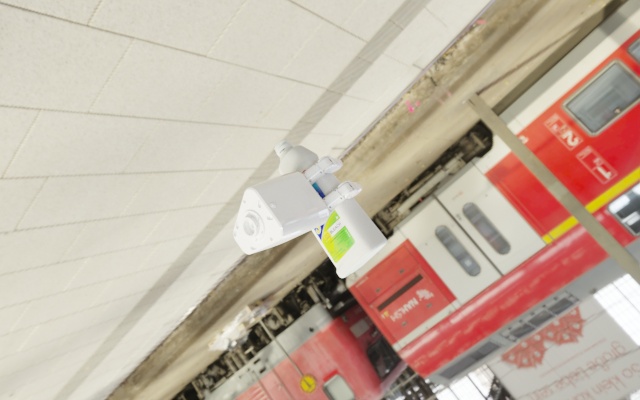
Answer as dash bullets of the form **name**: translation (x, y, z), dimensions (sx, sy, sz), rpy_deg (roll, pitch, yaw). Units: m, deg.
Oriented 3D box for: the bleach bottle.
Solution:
- **bleach bottle**: translation (0.000, 0.003, 0.818), dimensions (0.068, 0.250, 0.103), rpy_deg (-21, -22, -48)
